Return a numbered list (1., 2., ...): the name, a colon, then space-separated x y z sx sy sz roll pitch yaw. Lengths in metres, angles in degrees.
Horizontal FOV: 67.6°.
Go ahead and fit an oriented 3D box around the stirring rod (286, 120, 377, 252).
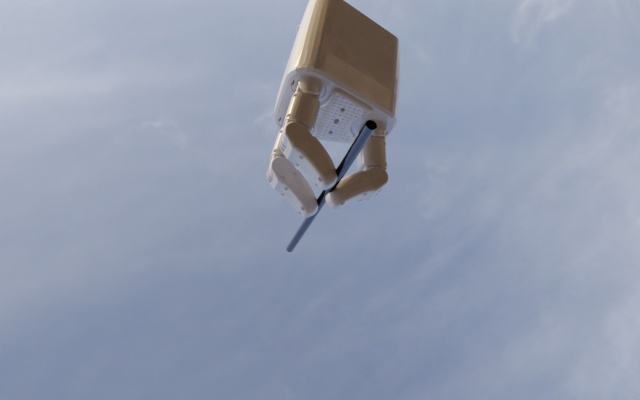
1. stirring rod: 0.000 0.001 0.421 0.011 0.011 0.240 0 -25 -18
